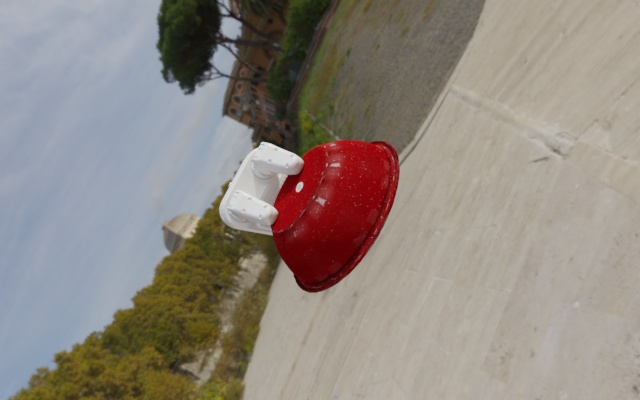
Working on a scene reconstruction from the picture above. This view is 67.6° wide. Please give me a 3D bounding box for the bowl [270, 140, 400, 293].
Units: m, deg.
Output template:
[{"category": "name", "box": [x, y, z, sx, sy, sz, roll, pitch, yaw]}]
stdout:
[{"category": "bowl", "box": [0.000, 0.001, 0.448, 0.055, 0.162, 0.162, 30, -13, -23]}]
